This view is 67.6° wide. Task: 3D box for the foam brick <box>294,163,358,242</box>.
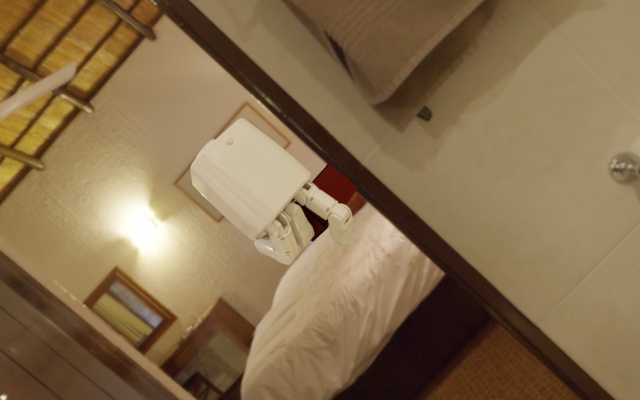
[{"bbox_3d":[0.000,0.002,0.602,0.078,0.051,0.053,-51,2,-34],"label":"foam brick"}]
